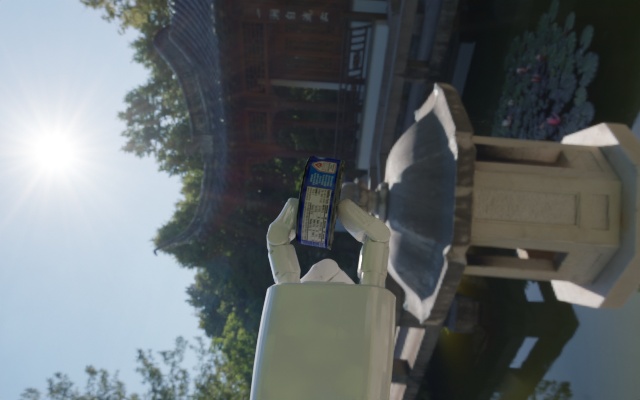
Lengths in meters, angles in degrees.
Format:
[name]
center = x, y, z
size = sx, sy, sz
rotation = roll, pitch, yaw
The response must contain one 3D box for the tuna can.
[tuna can]
center = 0.000, 0.001, 0.453
size = 0.034, 0.086, 0.086
rotation = 9, 1, 4
